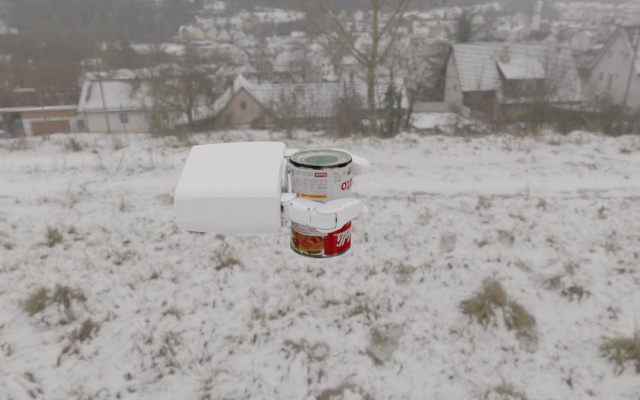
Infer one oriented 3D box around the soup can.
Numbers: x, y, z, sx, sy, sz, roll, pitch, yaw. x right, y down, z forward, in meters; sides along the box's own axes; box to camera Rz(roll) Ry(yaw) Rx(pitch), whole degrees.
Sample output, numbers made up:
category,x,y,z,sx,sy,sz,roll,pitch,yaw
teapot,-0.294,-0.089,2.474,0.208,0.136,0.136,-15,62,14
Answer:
category,x,y,z,sx,sy,sz,roll,pitch,yaw
soup can,0.001,0.001,0.513,0.068,0.102,0.068,0,21,0
